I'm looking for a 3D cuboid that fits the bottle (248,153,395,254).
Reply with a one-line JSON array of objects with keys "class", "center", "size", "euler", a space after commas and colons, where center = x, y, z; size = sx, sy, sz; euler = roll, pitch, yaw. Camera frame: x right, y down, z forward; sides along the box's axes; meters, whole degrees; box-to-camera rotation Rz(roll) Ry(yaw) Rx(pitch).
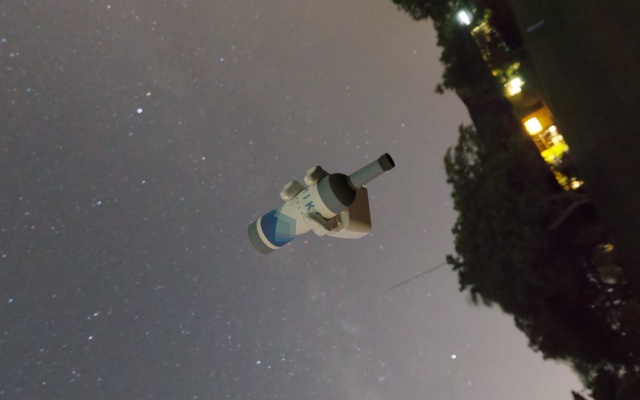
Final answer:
[{"class": "bottle", "center": [0.000, 0.003, 0.840], "size": [0.296, 0.069, 0.069], "euler": [-31, -14, 24]}]
